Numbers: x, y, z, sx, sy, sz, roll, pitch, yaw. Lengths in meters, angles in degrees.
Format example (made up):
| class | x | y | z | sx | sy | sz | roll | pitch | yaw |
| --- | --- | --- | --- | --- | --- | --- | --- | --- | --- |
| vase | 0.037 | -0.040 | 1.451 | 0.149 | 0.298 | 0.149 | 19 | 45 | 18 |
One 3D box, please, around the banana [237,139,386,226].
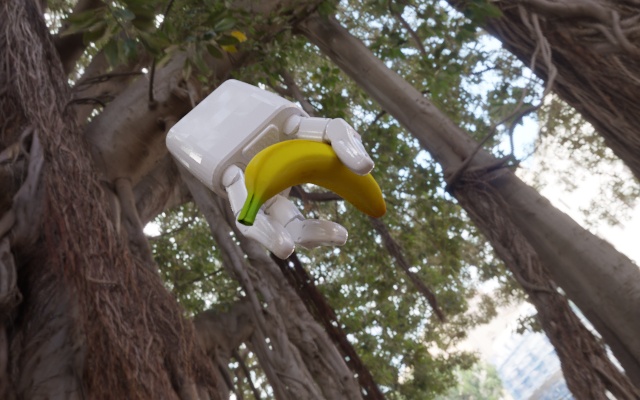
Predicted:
| class | x | y | z | sx | sy | sz | roll | pitch | yaw |
| --- | --- | --- | --- | --- | --- | --- | --- | --- | --- |
| banana | 0.000 | -0.017 | 0.422 | 0.037 | 0.069 | 0.198 | 10 | 7 | 40 |
